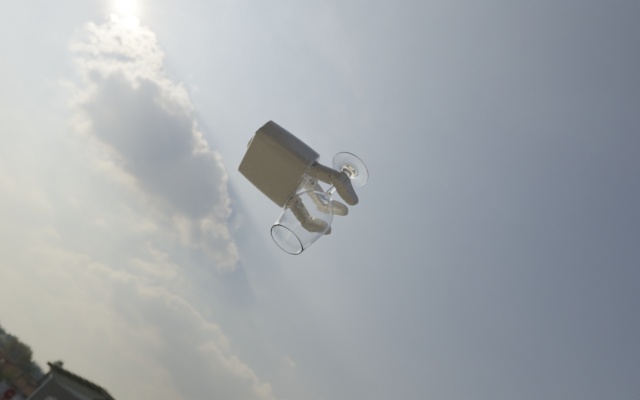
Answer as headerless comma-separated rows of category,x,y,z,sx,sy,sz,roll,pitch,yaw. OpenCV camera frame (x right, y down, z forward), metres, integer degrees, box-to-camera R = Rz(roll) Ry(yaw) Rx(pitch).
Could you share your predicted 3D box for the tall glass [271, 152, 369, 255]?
tall glass,0.001,0.002,0.800,0.079,0.079,0.201,0,37,42
